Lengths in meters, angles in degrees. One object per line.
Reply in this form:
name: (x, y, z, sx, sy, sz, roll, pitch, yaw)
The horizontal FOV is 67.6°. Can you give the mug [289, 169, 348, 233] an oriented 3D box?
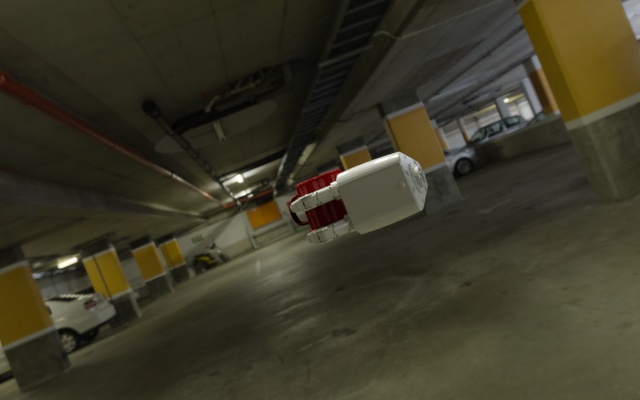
mug: (-0.001, 0.003, 0.795, 0.117, 0.081, 0.093, -21, 1, 26)
